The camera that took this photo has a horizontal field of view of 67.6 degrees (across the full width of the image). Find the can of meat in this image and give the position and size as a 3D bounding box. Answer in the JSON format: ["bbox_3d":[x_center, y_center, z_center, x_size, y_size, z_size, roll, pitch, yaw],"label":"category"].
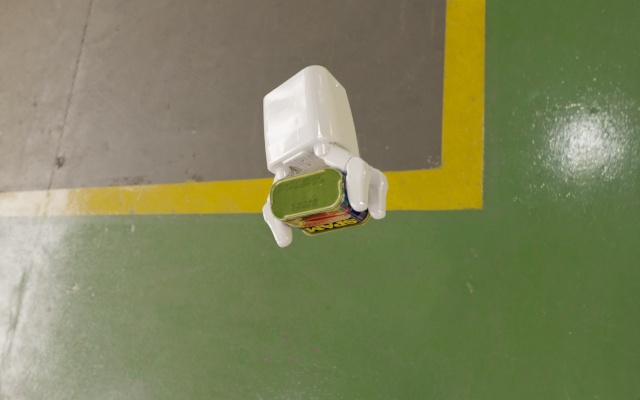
[{"bbox_3d":[0.000,0.002,0.582,0.102,0.057,0.084,-13,-20,24],"label":"can of meat"}]
